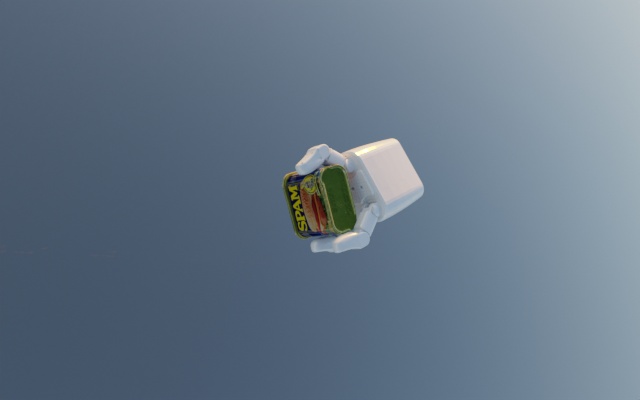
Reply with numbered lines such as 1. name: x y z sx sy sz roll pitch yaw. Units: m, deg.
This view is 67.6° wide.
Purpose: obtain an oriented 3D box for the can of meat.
1. can of meat: 0.000 0.002 0.687 0.057 0.102 0.084 -19 7 -41
